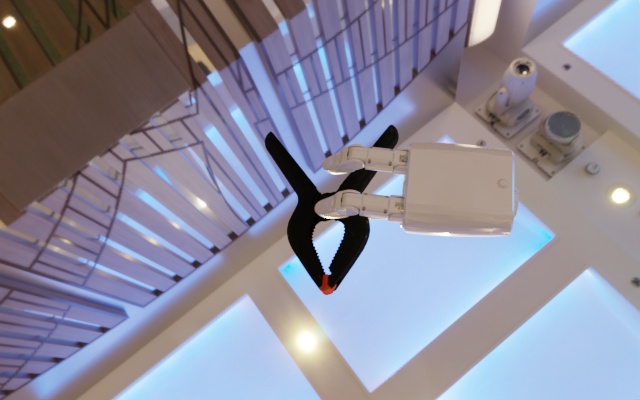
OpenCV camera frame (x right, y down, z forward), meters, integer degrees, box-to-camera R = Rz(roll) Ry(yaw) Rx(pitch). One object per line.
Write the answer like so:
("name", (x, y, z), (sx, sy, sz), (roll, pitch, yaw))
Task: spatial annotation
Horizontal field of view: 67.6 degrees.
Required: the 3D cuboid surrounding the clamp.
("clamp", (0.000, 0.003, 0.558), (0.164, 0.210, 0.036), (4, -21, 13))
